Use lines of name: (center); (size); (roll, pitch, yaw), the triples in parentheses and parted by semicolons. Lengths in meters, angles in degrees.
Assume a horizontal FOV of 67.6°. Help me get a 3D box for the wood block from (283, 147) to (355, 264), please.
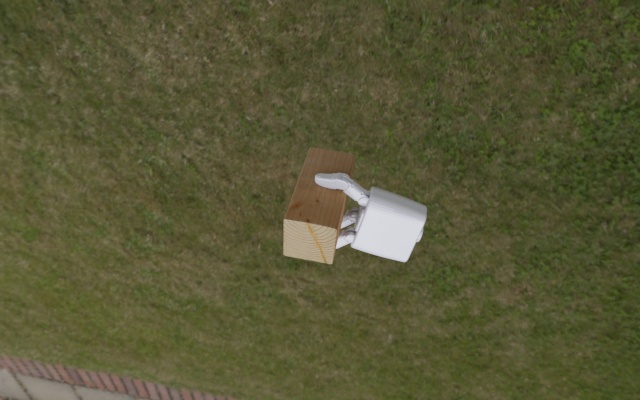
wood block: (0.001, 0.003, 0.869); (0.090, 0.091, 0.206); (10, 42, 5)
